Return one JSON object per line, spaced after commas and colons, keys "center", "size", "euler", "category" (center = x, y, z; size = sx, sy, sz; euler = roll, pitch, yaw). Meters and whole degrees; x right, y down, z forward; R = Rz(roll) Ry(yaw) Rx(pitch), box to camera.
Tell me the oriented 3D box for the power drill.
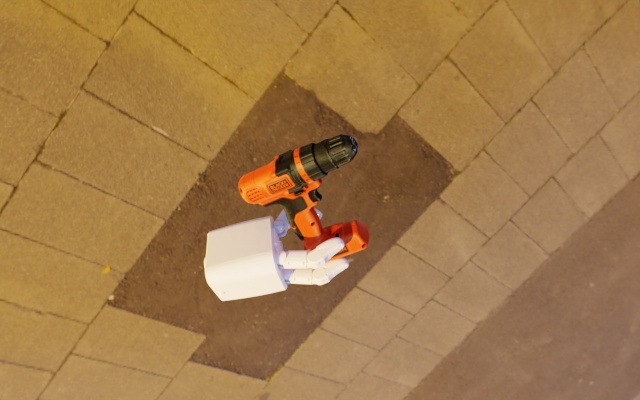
{"center": [0.000, 0.003, 0.705], "size": [0.184, 0.188, 0.057], "euler": [-21, 33, 22], "category": "power drill"}
